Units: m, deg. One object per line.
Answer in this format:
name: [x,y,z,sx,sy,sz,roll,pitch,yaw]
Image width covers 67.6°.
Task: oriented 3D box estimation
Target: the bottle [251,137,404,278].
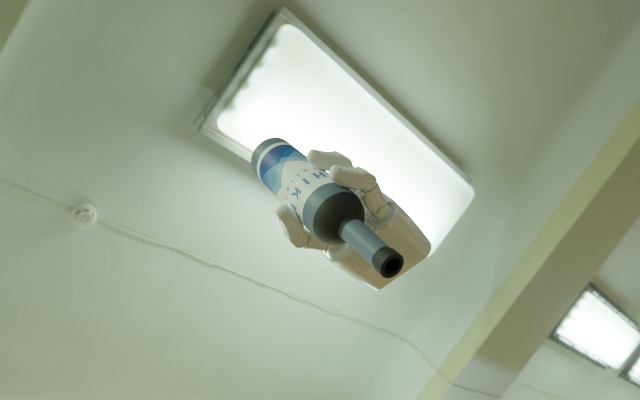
bottle: [0.000,0.002,0.569,0.069,0.069,0.295,0,25,-31]
